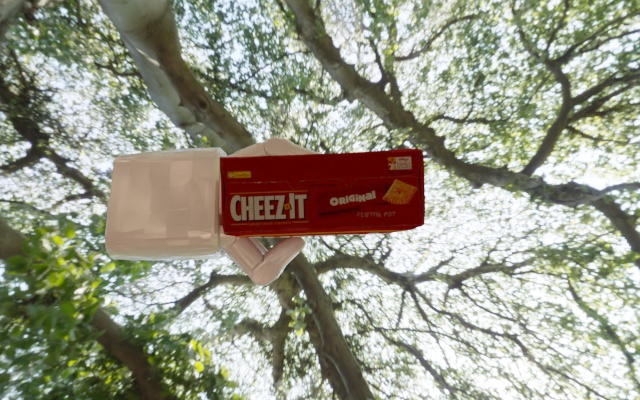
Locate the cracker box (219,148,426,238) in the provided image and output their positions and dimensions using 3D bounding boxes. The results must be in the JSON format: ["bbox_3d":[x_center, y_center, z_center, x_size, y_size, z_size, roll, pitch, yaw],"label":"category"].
[{"bbox_3d":[0.000,0.001,0.480,0.164,0.072,0.214,-3,-3,-1],"label":"cracker box"}]
